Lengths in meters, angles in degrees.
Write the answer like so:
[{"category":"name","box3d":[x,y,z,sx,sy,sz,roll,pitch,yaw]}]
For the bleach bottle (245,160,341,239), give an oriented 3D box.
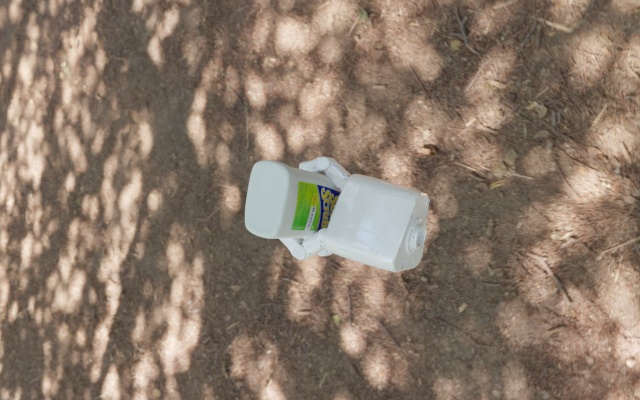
[{"category":"bleach bottle","box3d":[0.000,0.002,0.704,0.068,0.102,0.251,15,7,34]}]
